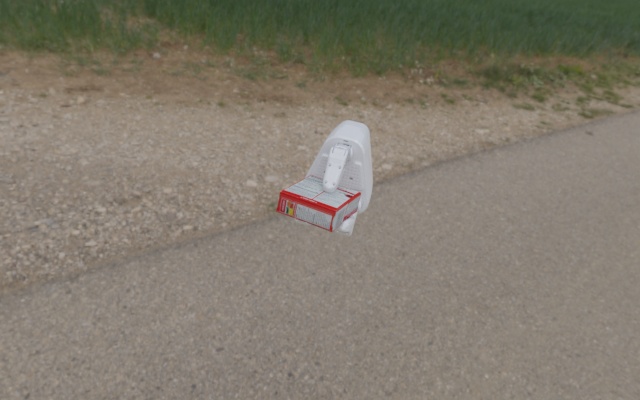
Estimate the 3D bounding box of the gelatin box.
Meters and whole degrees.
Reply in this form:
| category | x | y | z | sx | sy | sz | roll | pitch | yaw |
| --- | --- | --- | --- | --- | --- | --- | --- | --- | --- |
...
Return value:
| category | x | y | z | sx | sy | sz | roll | pitch | yaw |
| --- | --- | --- | --- | --- | --- | --- | --- | --- | --- |
| gelatin box | 0.000 | 0.002 | 0.578 | 0.073 | 0.030 | 0.089 | 19 | 22 | 18 |
